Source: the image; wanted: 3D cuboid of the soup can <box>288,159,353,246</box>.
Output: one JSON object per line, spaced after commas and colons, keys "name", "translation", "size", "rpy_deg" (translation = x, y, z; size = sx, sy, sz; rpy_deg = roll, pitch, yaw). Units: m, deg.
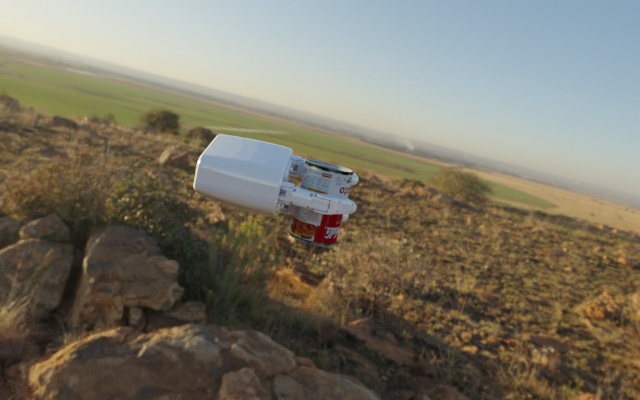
{"name": "soup can", "translation": [0.001, 0.002, 0.642], "size": [0.068, 0.102, 0.068], "rpy_deg": [14, 10, -3]}
